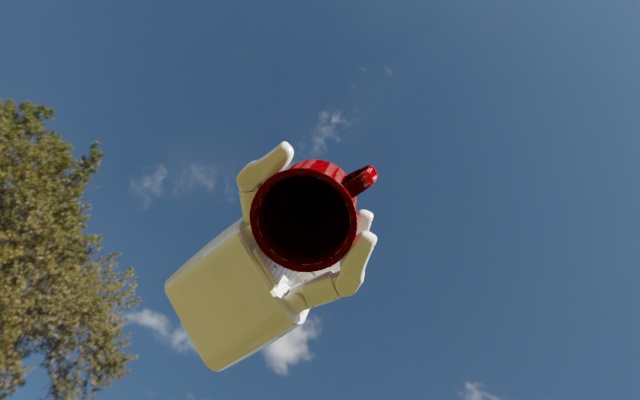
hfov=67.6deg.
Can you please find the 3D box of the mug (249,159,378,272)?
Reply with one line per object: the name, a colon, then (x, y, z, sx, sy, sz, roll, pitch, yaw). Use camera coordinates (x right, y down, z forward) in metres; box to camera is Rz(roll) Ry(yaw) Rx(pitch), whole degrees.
mug: (0.001, 0.001, 0.439, 0.117, 0.093, 0.081, -34, 8, 15)
